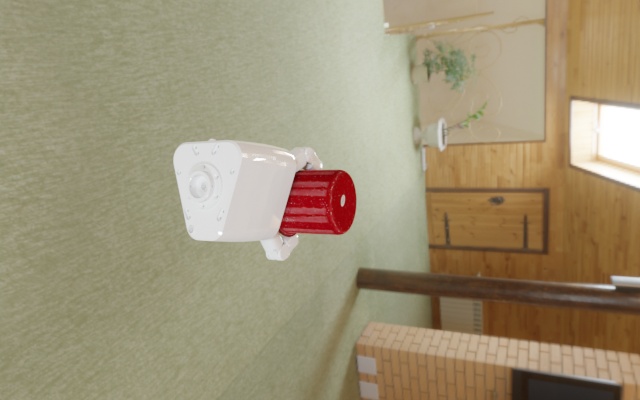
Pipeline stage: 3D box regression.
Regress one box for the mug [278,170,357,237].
[{"bbox_3d":[0.001,0.002,0.621,0.081,0.093,0.117,1,0,28],"label":"mug"}]
